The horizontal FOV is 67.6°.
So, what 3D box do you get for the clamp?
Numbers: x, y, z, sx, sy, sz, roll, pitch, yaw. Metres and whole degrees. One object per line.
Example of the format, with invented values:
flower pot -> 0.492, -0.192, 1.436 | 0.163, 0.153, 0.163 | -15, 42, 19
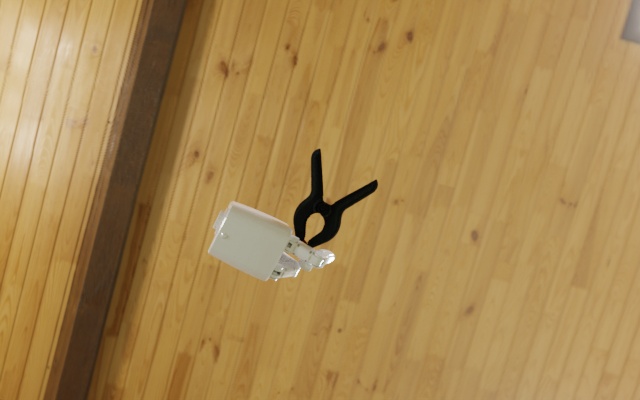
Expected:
clamp -> 0.000, 0.003, 0.790 | 0.120, 0.171, 0.039 | 38, 0, 11
